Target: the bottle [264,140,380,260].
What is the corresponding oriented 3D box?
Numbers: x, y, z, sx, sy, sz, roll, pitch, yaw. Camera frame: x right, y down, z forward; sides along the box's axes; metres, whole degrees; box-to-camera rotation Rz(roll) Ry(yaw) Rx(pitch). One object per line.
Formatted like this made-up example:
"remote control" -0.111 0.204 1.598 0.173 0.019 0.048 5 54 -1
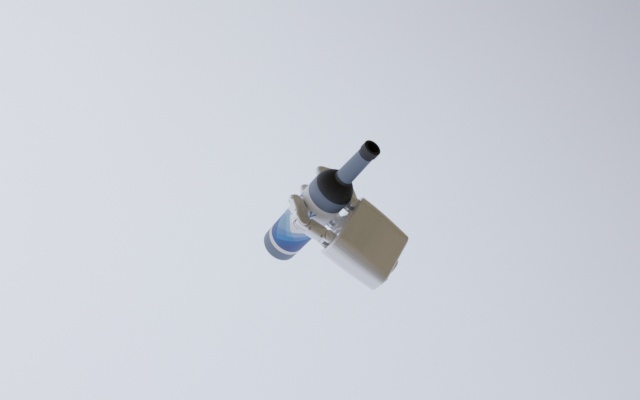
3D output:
"bottle" 0.000 0.003 0.781 0.069 0.069 0.296 0 -32 -37
